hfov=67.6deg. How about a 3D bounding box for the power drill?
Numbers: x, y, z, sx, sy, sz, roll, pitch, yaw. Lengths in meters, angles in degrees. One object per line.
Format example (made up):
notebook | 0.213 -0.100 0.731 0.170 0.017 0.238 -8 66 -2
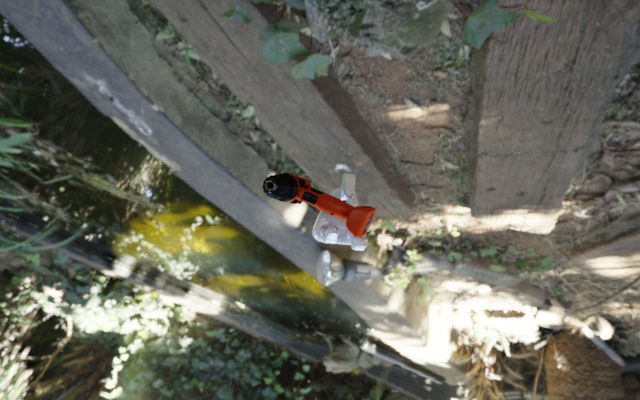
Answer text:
power drill | 0.001 0.003 0.866 0.187 0.057 0.184 26 8 14
